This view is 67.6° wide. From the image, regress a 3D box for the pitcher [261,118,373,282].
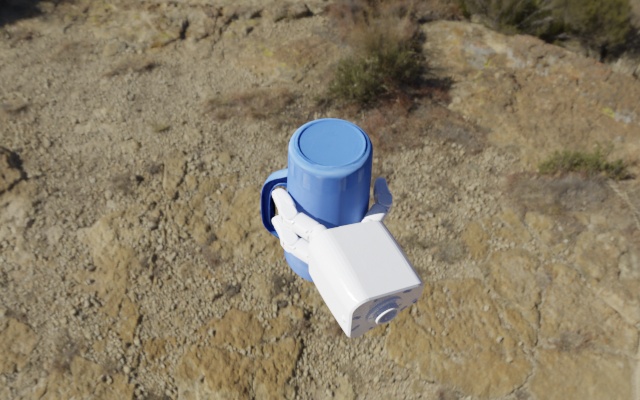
[{"bbox_3d":[0.000,0.002,0.693,0.149,0.145,0.243,-19,-37,-16],"label":"pitcher"}]
